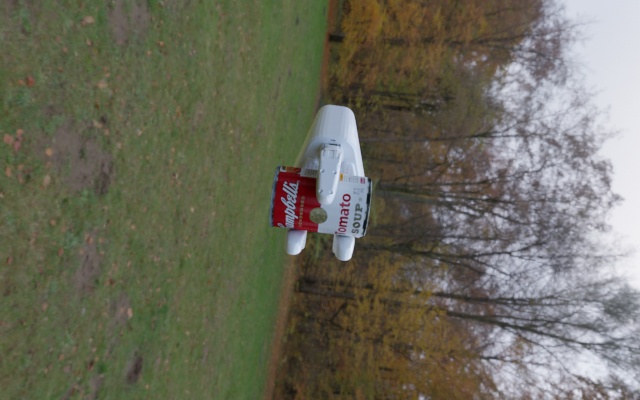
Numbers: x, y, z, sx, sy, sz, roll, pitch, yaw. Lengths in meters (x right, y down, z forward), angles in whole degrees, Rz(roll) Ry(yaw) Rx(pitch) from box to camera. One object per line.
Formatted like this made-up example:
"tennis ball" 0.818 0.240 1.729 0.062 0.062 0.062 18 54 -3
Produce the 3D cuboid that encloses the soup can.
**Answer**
"soup can" 0.000 0.002 0.519 0.102 0.068 0.068 8 0 0
